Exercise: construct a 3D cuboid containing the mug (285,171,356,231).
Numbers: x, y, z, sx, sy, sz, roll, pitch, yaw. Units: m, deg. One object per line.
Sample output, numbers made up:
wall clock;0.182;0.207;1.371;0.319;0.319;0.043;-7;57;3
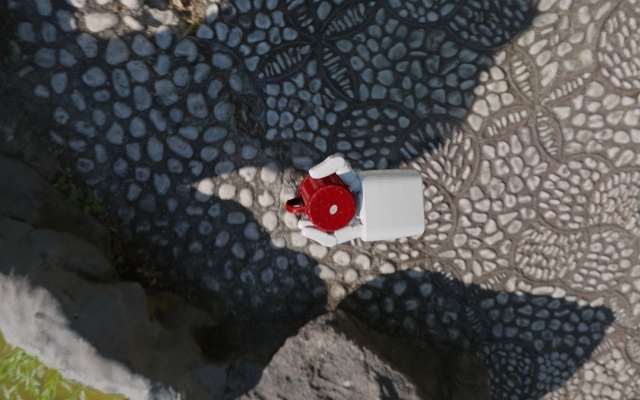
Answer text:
mug;-0.001;0.003;0.794;0.117;0.093;0.081;-6;18;-8
